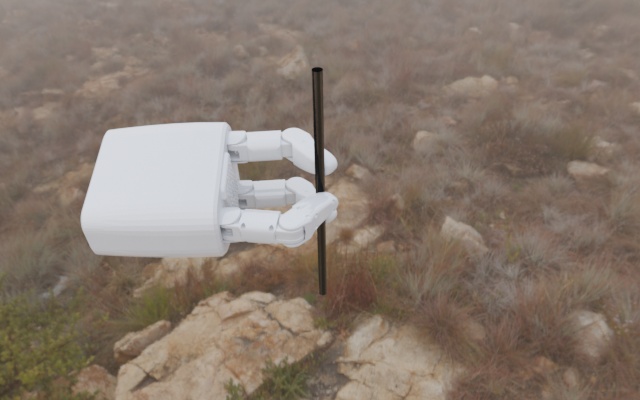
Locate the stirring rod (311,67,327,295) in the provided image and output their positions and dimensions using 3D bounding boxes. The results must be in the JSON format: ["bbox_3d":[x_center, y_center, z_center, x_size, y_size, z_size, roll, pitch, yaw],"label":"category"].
[{"bbox_3d":[0.000,0.001,0.408,0.011,0.240,0.011,-1,40,1],"label":"stirring rod"}]
